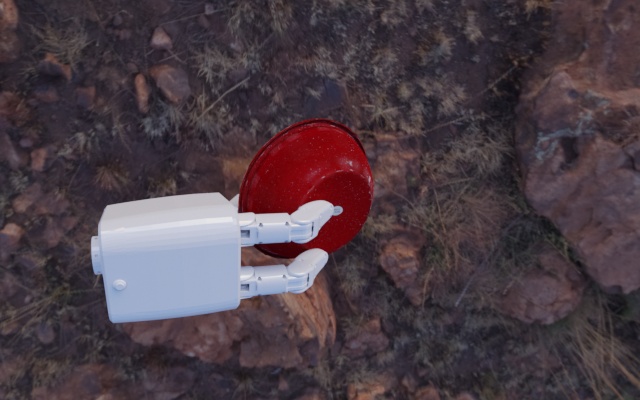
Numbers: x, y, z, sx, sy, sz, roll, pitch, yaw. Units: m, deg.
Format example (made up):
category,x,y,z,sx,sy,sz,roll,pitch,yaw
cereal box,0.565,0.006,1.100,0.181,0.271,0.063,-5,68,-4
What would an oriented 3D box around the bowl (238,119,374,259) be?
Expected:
category,x,y,z,sx,sy,sz,roll,pitch,yaw
bowl,0.001,0.001,0.491,0.162,0.162,0.055,0,24,-37
